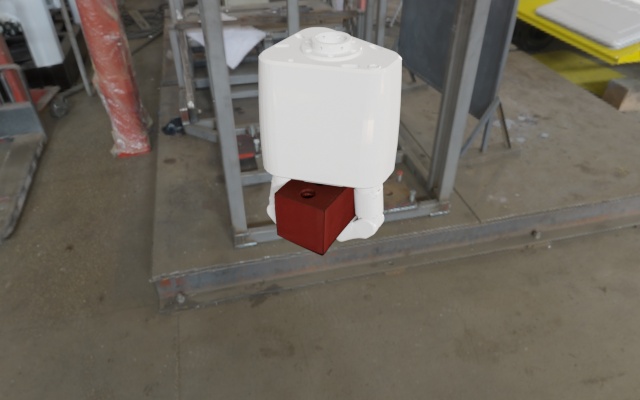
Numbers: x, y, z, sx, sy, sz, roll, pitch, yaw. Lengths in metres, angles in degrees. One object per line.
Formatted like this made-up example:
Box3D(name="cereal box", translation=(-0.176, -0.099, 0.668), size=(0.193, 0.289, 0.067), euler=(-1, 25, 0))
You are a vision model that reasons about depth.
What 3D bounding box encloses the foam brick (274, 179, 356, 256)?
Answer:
Box3D(name="foam brick", translation=(0.000, 0.002, 0.444), size=(0.053, 0.051, 0.078), euler=(20, 43, 23))
